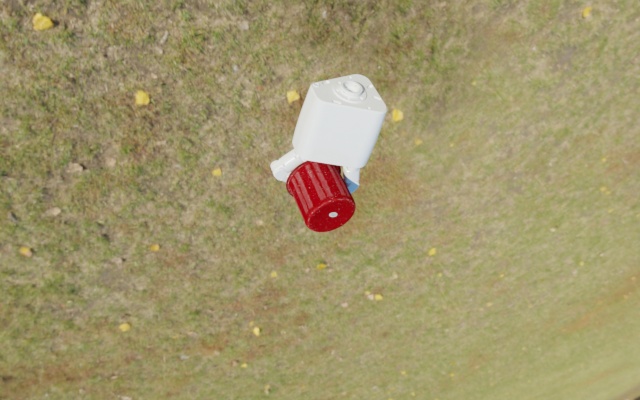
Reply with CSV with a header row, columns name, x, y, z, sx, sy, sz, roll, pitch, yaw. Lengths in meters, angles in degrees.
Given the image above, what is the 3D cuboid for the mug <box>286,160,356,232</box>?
name,x,y,z,sx,sy,sz,roll,pitch,yaw
mug,0.000,0.004,0.742,0.093,0.081,0.117,-6,-40,-24
